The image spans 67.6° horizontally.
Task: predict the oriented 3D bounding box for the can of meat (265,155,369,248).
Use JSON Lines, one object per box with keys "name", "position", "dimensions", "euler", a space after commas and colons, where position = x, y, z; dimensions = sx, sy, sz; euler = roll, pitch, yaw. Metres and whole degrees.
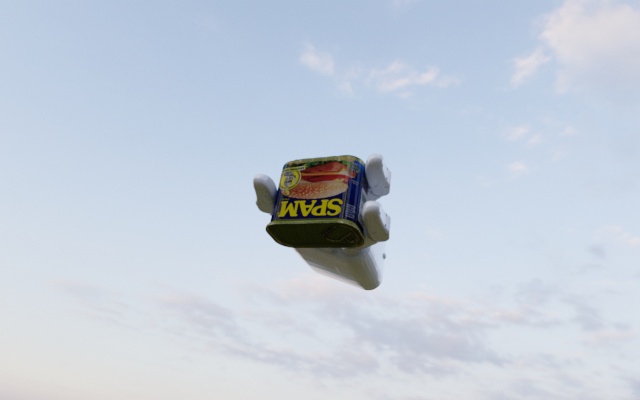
{"name": "can of meat", "position": [0.000, 0.001, 0.514], "dimensions": [0.102, 0.084, 0.057], "euler": [-2, -31, 21]}
